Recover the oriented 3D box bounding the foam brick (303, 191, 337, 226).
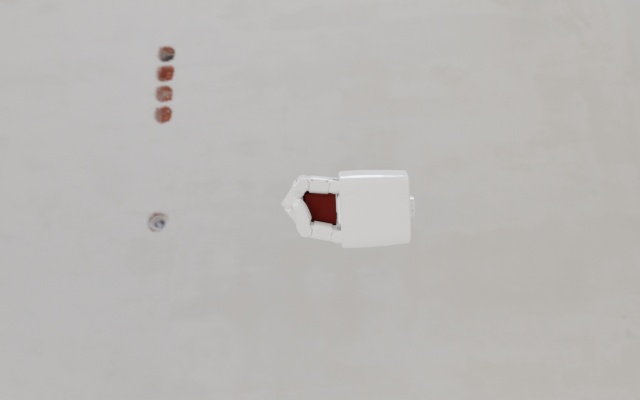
[{"bbox_3d":[0.000,0.002,0.768,0.051,0.053,0.078,-2,22,2],"label":"foam brick"}]
